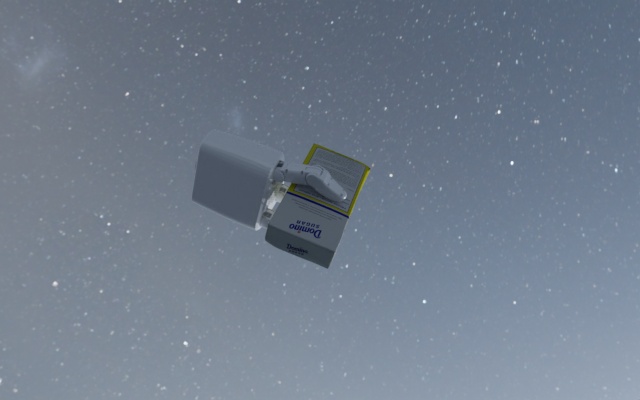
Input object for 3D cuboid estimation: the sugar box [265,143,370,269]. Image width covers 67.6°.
[{"bbox_3d":[0.000,0.002,0.657,0.093,0.176,0.048,23,-41,4],"label":"sugar box"}]
